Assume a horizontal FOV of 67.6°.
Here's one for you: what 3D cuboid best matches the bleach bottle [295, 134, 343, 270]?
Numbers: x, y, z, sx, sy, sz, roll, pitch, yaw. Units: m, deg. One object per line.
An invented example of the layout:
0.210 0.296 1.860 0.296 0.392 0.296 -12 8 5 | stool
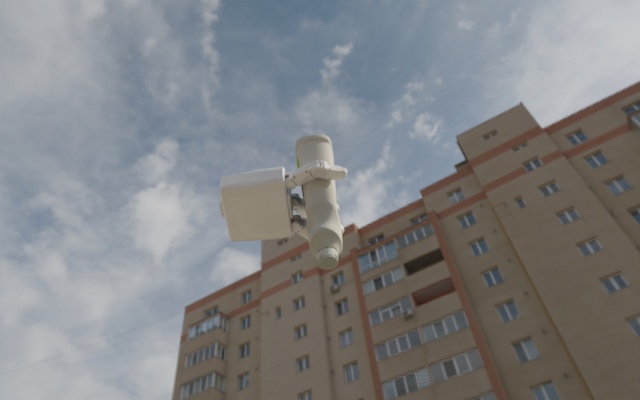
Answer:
0.000 0.003 0.786 0.068 0.103 0.250 -8 42 0 | bleach bottle
